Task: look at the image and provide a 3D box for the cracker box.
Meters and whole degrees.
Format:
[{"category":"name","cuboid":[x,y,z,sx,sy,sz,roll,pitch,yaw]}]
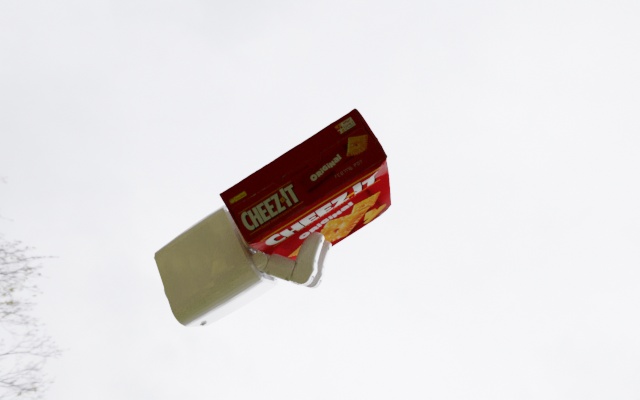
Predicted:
[{"category":"cracker box","cuboid":[0.000,0.002,0.564,0.164,0.072,0.214,-33,-16,1]}]
